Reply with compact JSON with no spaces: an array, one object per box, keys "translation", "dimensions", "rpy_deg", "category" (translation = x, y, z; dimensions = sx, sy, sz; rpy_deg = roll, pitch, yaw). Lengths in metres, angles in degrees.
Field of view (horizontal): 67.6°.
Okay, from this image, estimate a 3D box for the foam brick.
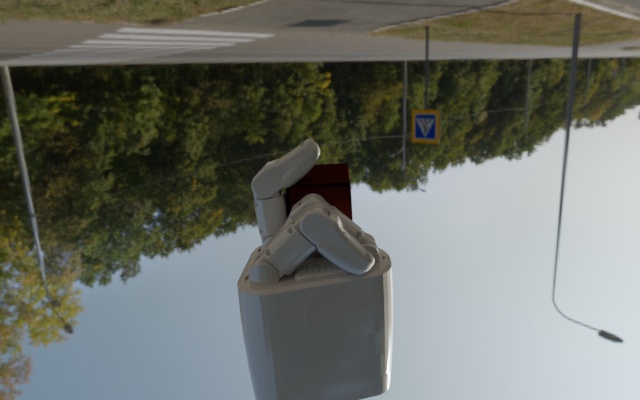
[{"translation":[0.000,0.001,0.408],"dimensions":[0.053,0.051,0.078],"rpy_deg":[-3,15,3],"category":"foam brick"}]
